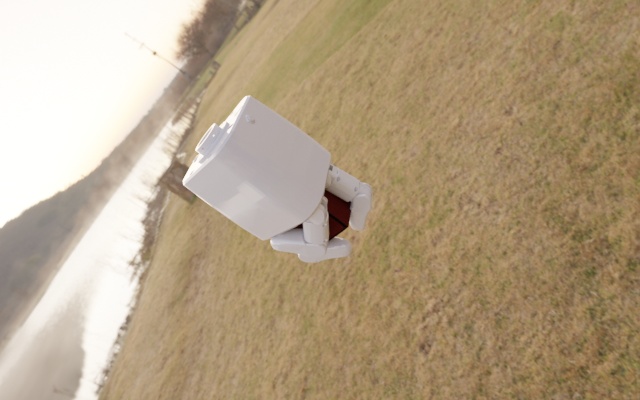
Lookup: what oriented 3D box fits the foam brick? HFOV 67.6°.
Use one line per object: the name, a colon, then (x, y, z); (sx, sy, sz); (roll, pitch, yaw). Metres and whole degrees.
foam brick: (0.000, 0.002, 0.531); (0.051, 0.078, 0.053); (36, -51, -20)
